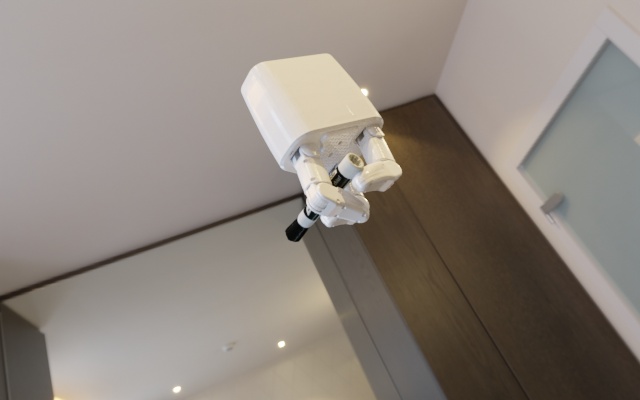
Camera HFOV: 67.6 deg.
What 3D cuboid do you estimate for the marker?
[{"bbox_3d":[0.000,0.002,0.461,0.020,0.020,0.121,0,-38,-41],"label":"marker"}]
